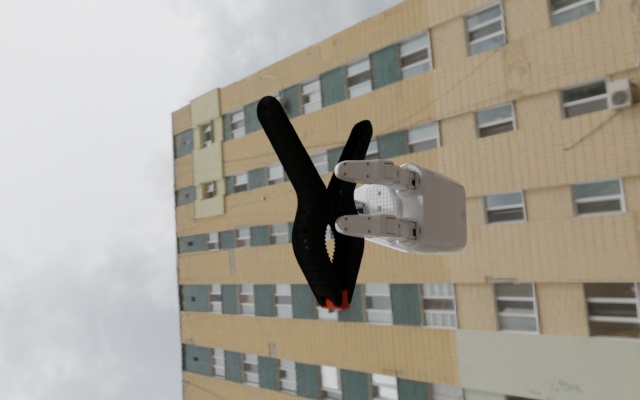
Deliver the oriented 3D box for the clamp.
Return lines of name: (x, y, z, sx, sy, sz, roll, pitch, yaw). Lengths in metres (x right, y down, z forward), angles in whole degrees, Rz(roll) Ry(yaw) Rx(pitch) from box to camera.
clamp: (0.000, 0.002, 0.475, 0.036, 0.210, 0.164, -8, -13, 42)
